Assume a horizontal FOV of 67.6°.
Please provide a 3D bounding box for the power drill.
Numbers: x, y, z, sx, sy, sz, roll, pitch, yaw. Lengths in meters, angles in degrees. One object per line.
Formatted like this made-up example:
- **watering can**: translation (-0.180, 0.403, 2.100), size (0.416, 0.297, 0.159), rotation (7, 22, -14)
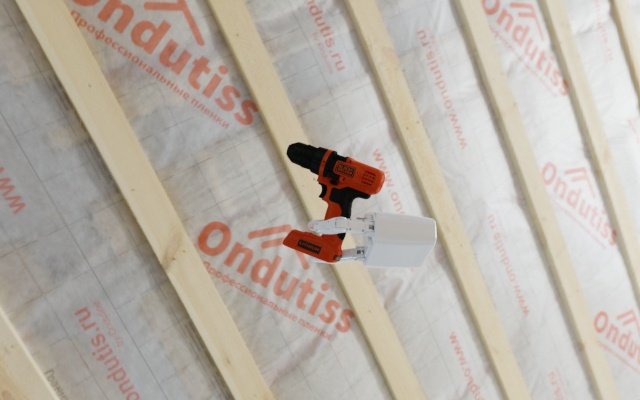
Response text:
- **power drill**: translation (0.000, 0.003, 0.842), size (0.184, 0.187, 0.057), rotation (21, 2, 15)
